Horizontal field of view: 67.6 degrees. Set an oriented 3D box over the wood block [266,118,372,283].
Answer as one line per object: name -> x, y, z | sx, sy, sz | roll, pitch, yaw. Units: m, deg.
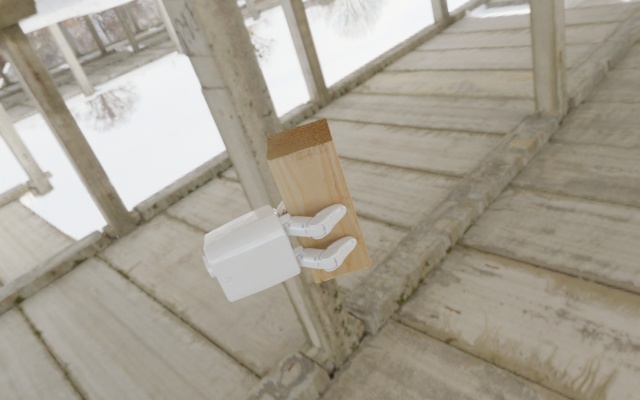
wood block -> 0.000, 0.002, 0.681 | 0.090, 0.206, 0.090 | -17, 29, 3
